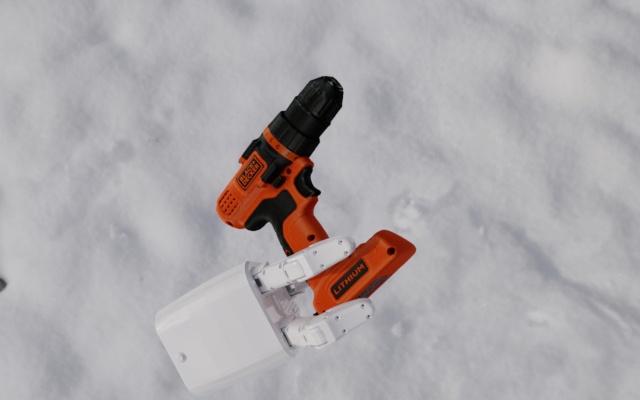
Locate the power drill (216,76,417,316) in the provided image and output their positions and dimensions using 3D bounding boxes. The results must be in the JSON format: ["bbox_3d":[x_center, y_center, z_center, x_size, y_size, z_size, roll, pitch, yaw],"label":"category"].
[{"bbox_3d":[0.000,0.002,0.451,0.187,0.184,0.057,50,24,23],"label":"power drill"}]
